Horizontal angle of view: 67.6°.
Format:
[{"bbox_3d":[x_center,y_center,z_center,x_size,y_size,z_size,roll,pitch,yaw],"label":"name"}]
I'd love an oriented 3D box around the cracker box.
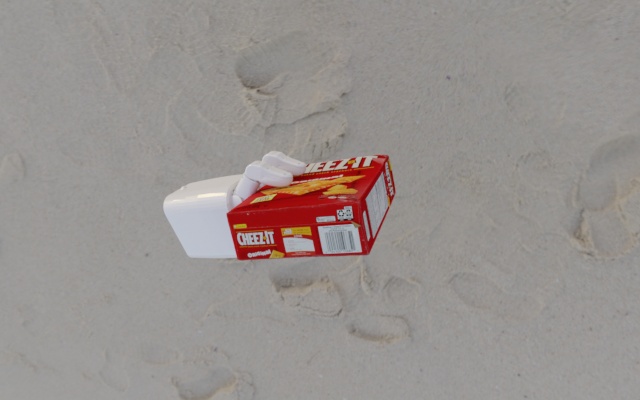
[{"bbox_3d":[0.000,0.002,0.629,0.164,0.072,0.213,-5,18,19],"label":"cracker box"}]
